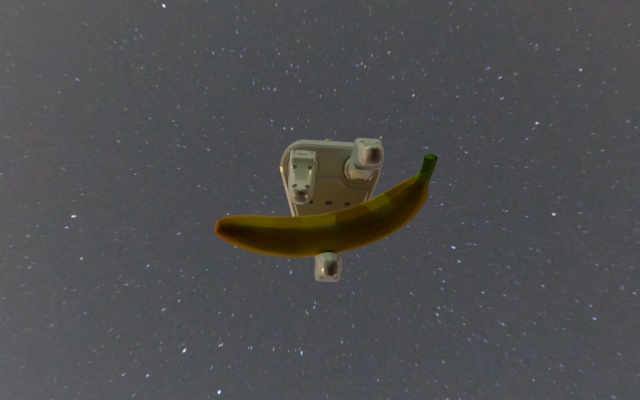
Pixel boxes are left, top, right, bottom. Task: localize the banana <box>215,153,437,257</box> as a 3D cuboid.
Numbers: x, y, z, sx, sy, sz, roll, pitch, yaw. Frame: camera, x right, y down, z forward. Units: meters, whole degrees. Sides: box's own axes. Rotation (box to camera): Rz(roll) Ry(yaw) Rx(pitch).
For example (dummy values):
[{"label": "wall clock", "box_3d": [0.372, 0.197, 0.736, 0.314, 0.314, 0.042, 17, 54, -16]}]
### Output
[{"label": "banana", "box_3d": [0.009, 0.016, 0.418, 0.198, 0.070, 0.037, -18, 23, 6]}]
